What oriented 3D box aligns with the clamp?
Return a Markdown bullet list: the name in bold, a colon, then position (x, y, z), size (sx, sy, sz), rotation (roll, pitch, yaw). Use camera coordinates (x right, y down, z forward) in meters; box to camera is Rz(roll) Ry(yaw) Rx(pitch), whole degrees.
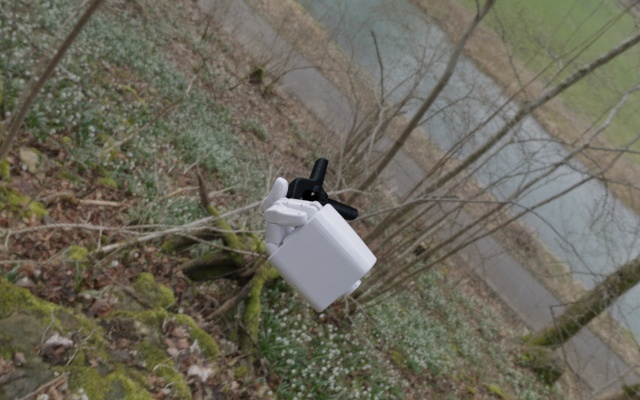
- **clamp**: position (0.000, 0.002, 0.766), size (0.039, 0.120, 0.171), rotation (-41, -1, 35)
